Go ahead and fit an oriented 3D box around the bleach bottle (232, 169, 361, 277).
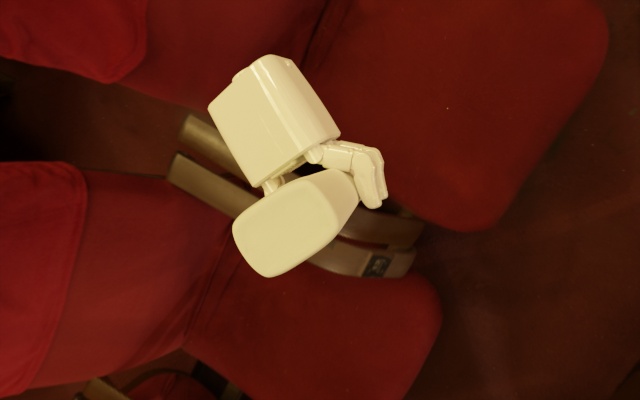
[{"bbox_3d":[0.000,0.002,0.537,0.102,0.068,0.251,-33,1,18],"label":"bleach bottle"}]
